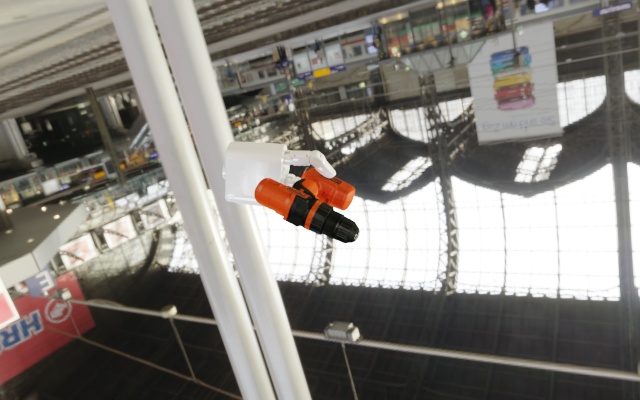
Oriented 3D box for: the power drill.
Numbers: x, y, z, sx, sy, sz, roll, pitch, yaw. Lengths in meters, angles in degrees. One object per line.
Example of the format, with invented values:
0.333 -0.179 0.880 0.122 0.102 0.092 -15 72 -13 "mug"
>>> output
0.000 0.003 0.825 0.184 0.057 0.187 27 18 11 "power drill"
